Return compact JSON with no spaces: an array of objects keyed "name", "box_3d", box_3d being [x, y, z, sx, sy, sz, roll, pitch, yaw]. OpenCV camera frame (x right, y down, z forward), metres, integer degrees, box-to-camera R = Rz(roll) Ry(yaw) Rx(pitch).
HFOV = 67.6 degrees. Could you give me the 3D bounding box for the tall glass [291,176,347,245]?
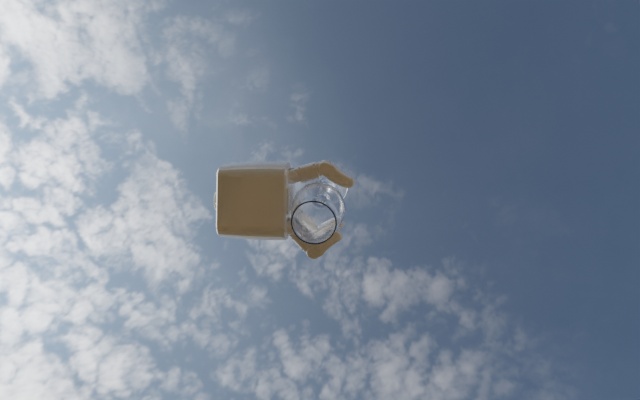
[{"name":"tall glass","box_3d":[0.000,0.002,0.728,0.079,0.079,0.201,0,16,5]}]
